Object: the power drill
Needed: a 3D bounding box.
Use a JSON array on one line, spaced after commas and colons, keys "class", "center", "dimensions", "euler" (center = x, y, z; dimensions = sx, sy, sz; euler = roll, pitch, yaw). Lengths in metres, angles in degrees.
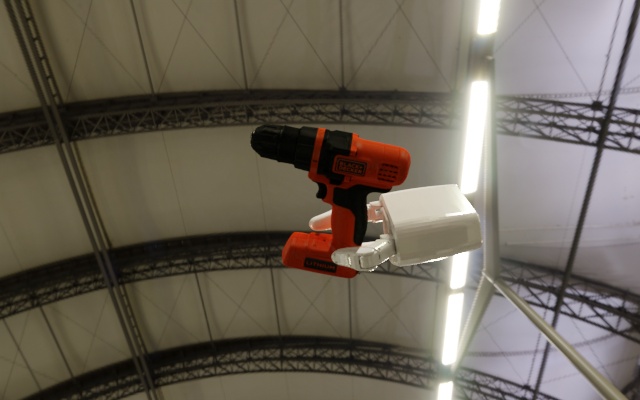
[{"class": "power drill", "center": [0.000, 0.002, 0.582], "dimensions": [0.184, 0.188, 0.057], "euler": [12, 34, 2]}]
